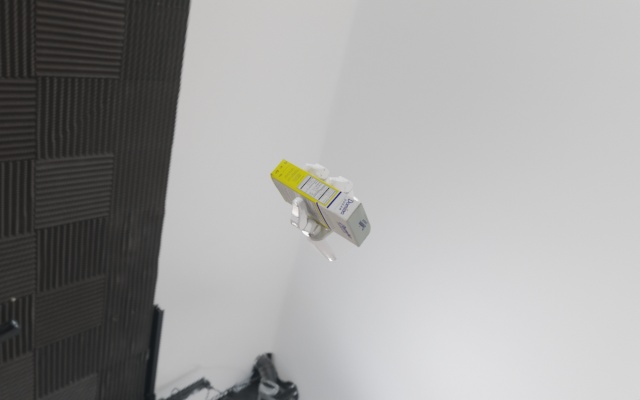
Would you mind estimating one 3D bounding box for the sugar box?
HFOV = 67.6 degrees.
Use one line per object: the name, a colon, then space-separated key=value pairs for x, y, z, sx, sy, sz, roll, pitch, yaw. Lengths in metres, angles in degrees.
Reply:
sugar box: x=0.000 y=0.002 z=0.804 sx=0.176 sy=0.048 sz=0.093 roll=29 pitch=-19 yaw=30
